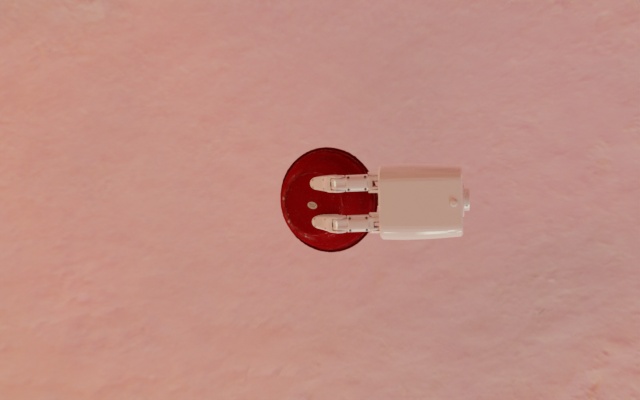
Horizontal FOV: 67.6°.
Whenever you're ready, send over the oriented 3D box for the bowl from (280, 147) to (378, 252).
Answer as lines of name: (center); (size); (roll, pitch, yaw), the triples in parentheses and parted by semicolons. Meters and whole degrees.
bowl: (-0.001, 0.003, 0.706); (0.162, 0.162, 0.055); (0, 6, 24)
